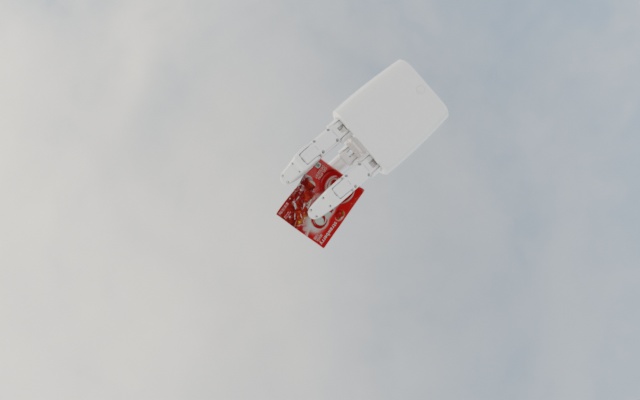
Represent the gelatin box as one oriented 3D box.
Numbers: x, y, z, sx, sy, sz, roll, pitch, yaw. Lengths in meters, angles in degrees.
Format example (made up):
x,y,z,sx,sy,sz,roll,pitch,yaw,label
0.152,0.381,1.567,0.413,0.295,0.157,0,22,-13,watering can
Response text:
x,y,z,sx,sy,sz,roll,pitch,yaw,label
0.000,0.002,0.593,0.073,0.089,0.030,36,3,-1,gelatin box
